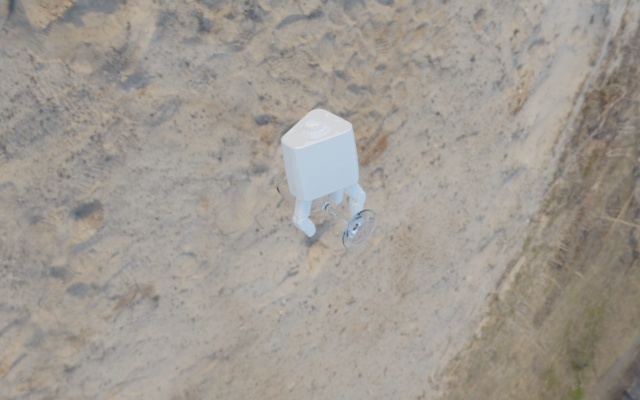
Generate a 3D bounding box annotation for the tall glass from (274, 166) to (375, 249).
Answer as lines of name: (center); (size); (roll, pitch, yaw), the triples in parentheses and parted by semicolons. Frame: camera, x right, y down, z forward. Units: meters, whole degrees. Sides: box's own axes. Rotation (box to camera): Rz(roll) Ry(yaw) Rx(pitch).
tall glass: (0.001, 0.003, 0.850); (0.079, 0.079, 0.201); (0, 27, -46)
